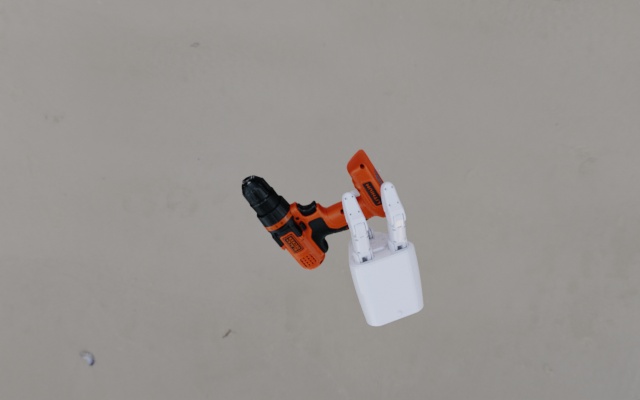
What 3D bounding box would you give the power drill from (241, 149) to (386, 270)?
[{"bbox_3d":[0.001,0.002,0.709,0.188,0.184,0.057,-29,29,17],"label":"power drill"}]
